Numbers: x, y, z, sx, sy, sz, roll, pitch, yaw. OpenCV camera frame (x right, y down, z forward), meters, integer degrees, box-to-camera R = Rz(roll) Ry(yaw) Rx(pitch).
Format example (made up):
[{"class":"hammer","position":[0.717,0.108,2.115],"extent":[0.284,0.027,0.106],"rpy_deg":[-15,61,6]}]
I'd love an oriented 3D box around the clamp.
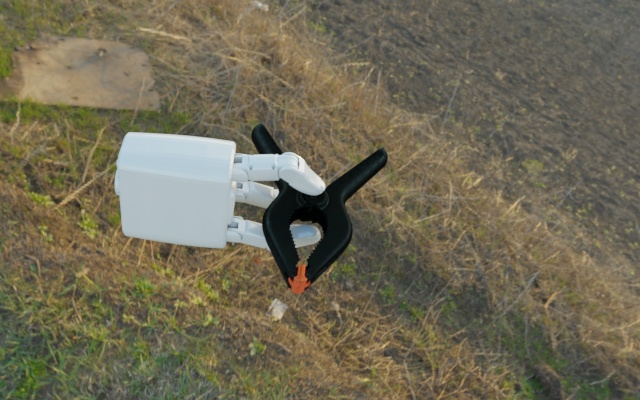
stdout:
[{"class":"clamp","position":[0.000,0.002,0.520],"extent":[0.164,0.209,0.036],"rpy_deg":[5,-38,-7]}]
